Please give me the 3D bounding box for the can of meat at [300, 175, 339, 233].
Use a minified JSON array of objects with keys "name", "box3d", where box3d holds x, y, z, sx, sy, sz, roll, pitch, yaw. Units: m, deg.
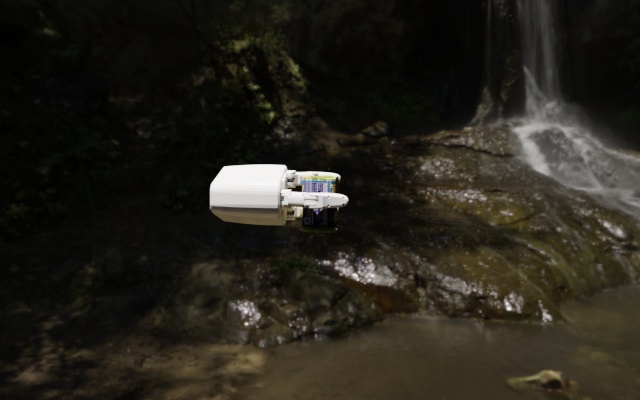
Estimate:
[{"name":"can of meat","box3d":[0.000,0.002,0.765,0.057,0.084,0.102,1,5,5]}]
